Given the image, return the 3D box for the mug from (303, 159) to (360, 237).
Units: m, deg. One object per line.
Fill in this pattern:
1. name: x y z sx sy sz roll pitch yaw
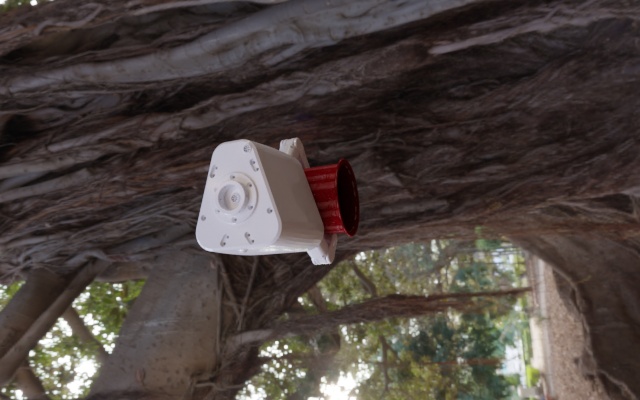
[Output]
1. mug: 0.000 0.002 0.591 0.081 0.093 0.117 -6 -8 19
